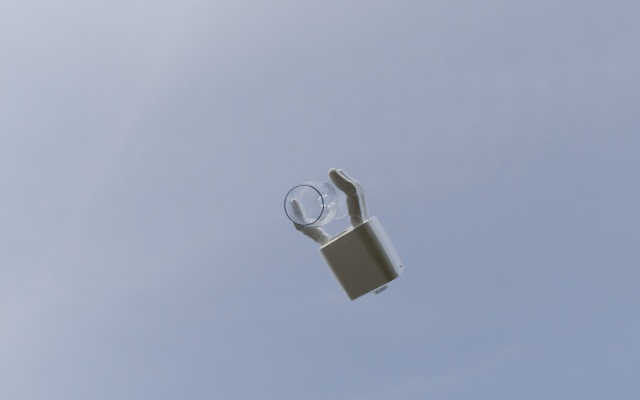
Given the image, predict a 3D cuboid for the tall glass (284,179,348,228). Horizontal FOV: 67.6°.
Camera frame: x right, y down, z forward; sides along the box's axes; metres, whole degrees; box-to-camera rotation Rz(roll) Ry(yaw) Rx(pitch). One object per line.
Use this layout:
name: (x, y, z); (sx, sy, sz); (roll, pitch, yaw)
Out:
tall glass: (0.000, 0.003, 0.802); (0.079, 0.079, 0.201); (0, 2, 15)
